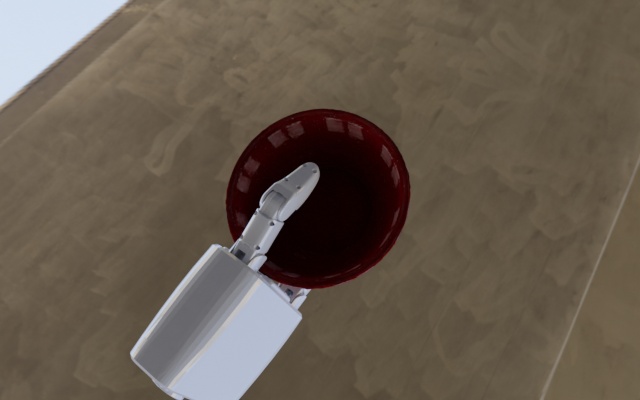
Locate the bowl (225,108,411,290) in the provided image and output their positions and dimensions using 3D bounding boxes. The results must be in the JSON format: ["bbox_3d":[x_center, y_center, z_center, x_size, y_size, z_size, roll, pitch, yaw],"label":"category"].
[{"bbox_3d":[0.001,0.001,0.432,0.162,0.162,0.055,0,-17,13],"label":"bowl"}]
